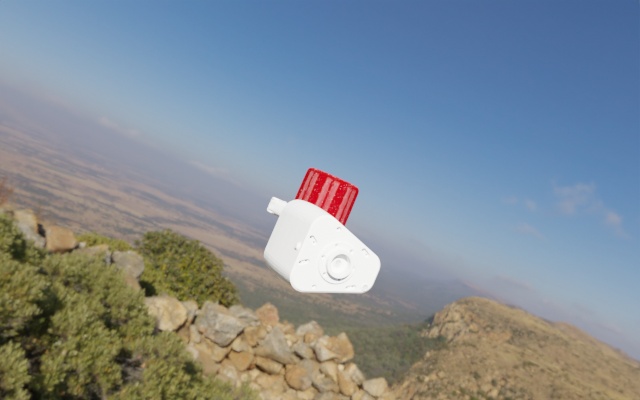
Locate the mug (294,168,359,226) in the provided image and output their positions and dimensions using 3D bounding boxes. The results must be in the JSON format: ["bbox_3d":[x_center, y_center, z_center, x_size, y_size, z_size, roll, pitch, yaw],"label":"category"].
[{"bbox_3d":[0.000,0.002,0.703,0.093,0.081,0.117,24,0,-23],"label":"mug"}]
